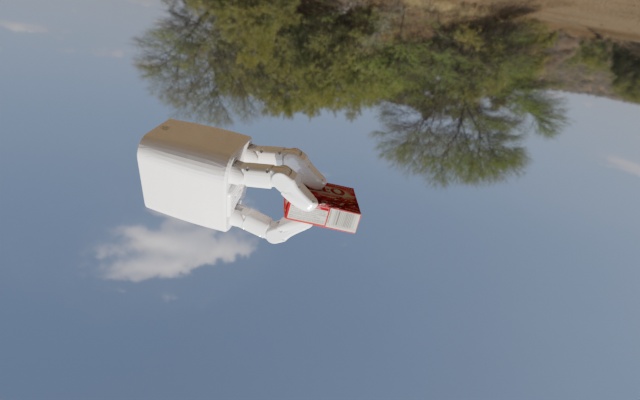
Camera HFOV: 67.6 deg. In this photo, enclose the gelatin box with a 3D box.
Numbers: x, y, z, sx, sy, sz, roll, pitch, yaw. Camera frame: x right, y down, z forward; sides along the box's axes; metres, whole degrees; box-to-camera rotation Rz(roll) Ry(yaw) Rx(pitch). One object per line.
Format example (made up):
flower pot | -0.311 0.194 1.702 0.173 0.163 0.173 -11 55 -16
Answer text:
gelatin box | 0.000 0.002 0.578 0.089 0.030 0.073 13 24 -10
